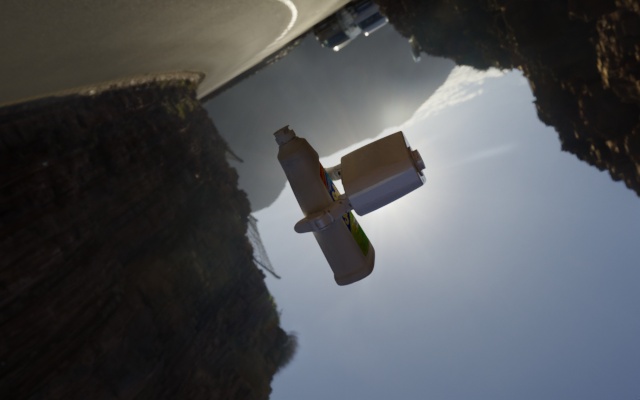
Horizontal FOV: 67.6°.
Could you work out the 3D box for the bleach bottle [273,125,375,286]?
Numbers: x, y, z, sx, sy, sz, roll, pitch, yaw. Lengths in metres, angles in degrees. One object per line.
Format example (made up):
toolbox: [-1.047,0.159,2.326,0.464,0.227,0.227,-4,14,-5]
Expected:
bleach bottle: [0.000,0.002,0.736,0.068,0.251,0.102,-25,16,18]
